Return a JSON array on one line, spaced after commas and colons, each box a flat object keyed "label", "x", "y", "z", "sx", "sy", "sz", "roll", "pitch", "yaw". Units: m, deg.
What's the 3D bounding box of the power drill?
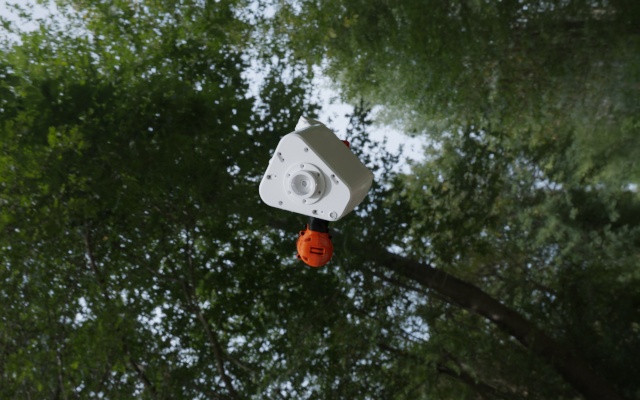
[{"label": "power drill", "x": 0.000, "y": 0.002, "z": 0.729, "sx": 0.057, "sy": 0.187, "sz": 0.184, "roll": 7, "pitch": -1, "yaw": -5}]
